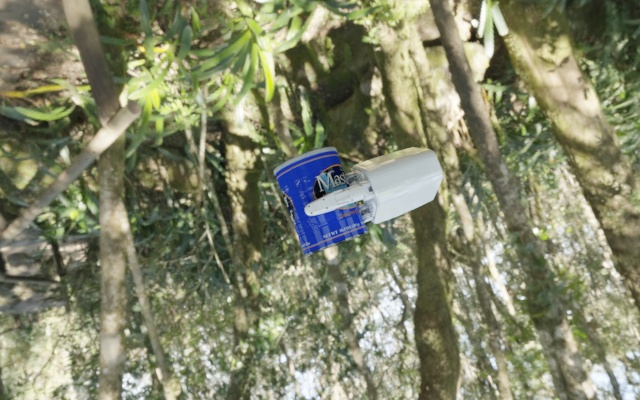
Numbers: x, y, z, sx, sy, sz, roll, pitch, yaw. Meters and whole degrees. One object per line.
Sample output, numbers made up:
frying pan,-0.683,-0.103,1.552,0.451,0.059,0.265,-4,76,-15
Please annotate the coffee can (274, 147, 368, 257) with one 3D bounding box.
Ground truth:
coffee can,0.000,0.002,0.728,0.103,0.140,0.103,-21,-5,-2
